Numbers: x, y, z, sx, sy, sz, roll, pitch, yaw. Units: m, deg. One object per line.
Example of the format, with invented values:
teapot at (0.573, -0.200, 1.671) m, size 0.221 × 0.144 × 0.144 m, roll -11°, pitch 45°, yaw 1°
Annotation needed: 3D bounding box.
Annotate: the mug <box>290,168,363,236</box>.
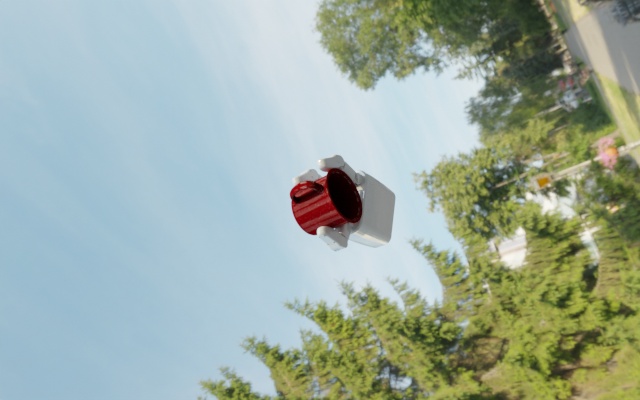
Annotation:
mug at (-0.001, 0.002, 0.754) m, size 0.081 × 0.093 × 0.117 m, roll -26°, pitch -34°, yaw 32°
